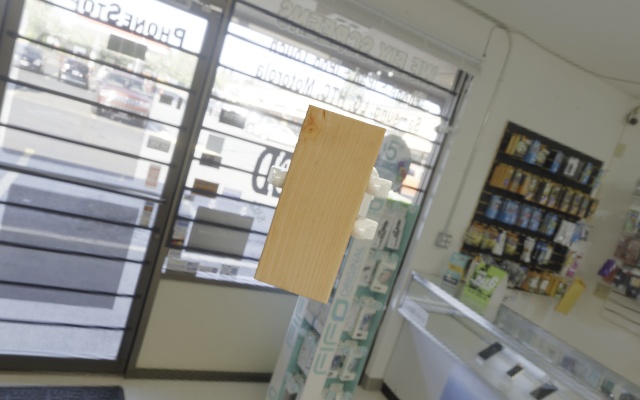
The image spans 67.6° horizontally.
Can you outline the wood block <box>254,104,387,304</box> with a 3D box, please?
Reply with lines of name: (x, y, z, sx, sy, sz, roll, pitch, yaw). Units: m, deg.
wood block: (0.000, 0.002, 0.566, 0.091, 0.206, 0.090, 18, 7, 2)
